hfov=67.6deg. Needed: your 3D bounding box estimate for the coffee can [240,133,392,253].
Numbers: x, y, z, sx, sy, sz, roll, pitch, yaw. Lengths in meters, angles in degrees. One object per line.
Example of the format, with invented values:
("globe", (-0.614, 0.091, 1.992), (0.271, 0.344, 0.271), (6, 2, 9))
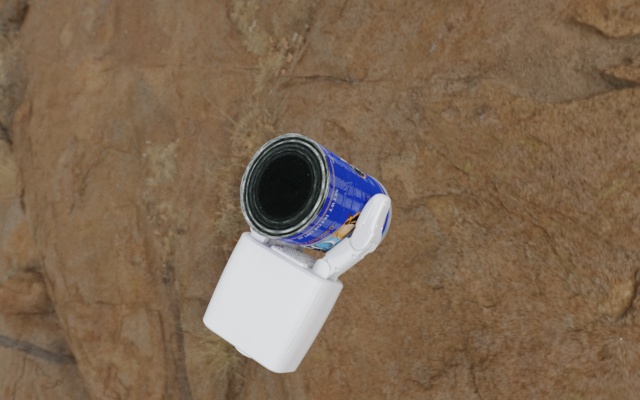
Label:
("coffee can", (0.000, 0.002, 0.502), (0.103, 0.102, 0.140), (0, -13, 32))
